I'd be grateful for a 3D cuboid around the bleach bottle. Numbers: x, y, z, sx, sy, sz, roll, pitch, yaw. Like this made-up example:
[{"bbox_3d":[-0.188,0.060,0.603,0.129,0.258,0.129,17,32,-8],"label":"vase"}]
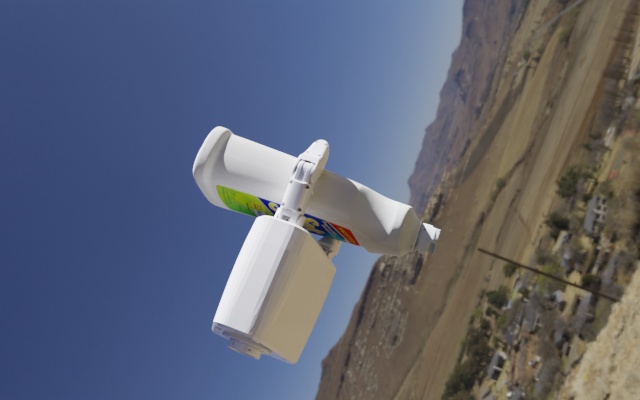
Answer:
[{"bbox_3d":[0.000,0.002,0.500,0.251,0.068,0.103,18,-22,11],"label":"bleach bottle"}]
